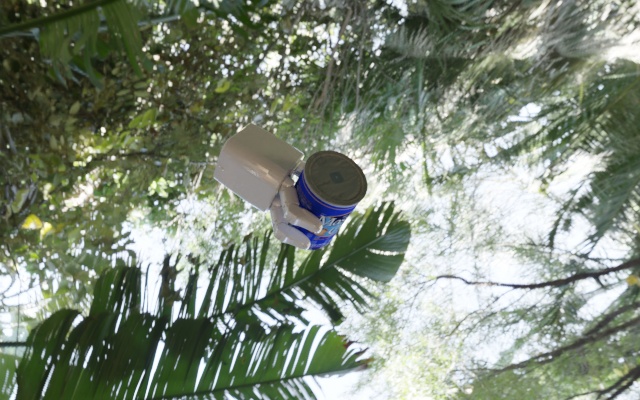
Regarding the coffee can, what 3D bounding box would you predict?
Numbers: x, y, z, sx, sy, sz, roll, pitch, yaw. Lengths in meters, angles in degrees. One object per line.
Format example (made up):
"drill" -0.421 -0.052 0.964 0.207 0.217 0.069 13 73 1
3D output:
"coffee can" 0.000 0.002 0.767 0.103 0.102 0.140 0 -33 -25
